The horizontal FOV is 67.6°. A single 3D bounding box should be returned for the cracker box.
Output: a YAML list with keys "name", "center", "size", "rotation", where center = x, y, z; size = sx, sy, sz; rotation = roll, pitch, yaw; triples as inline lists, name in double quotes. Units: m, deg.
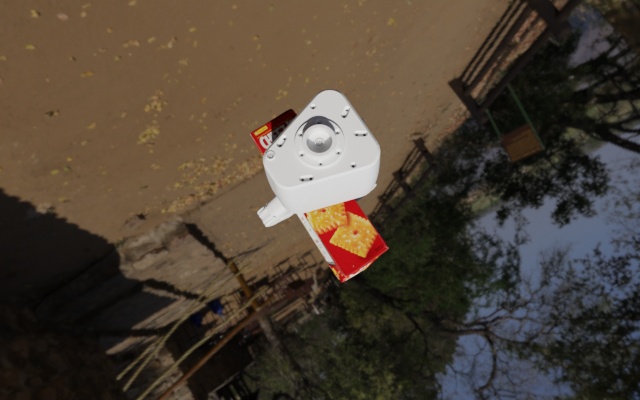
- name: "cracker box"
  center: [0.000, 0.002, 0.649]
  size: [0.072, 0.213, 0.164]
  rotation: [-32, -11, -5]
